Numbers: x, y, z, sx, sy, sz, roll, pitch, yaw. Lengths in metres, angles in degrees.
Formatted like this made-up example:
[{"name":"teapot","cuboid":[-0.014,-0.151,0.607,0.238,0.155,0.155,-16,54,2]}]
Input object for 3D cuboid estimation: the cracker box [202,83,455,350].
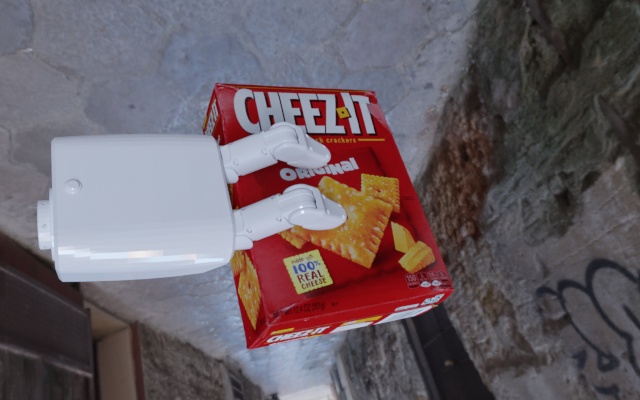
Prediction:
[{"name":"cracker box","cuboid":[0.000,0.002,0.412,0.164,0.213,0.072,-3,-28,-26]}]
